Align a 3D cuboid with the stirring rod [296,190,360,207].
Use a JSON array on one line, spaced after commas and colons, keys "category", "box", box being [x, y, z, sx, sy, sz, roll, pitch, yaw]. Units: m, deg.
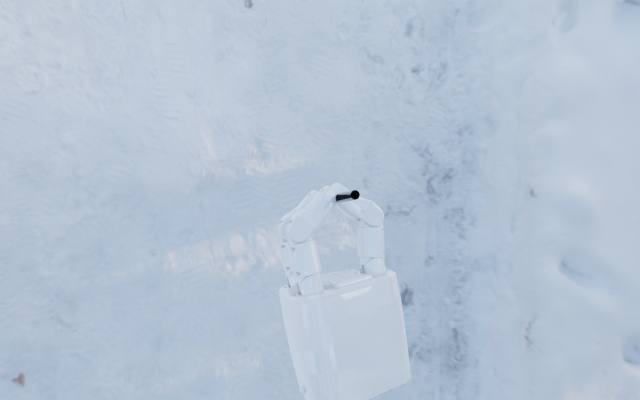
[{"category": "stirring rod", "box": [0.000, 0.002, 0.502, 0.011, 0.011, 0.239, 0, -3, -13]}]
